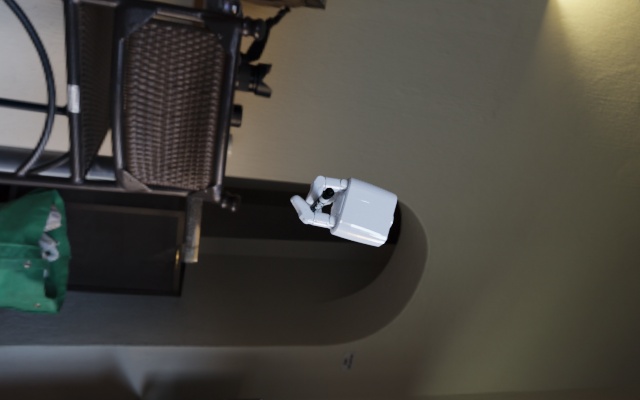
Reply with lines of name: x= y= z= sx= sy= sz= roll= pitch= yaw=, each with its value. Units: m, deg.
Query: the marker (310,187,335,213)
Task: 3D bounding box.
marker: x=0.000 y=0.003 z=0.896 sx=0.020 sy=0.020 sz=0.121 roll=0 pitch=-19 yaw=-19
